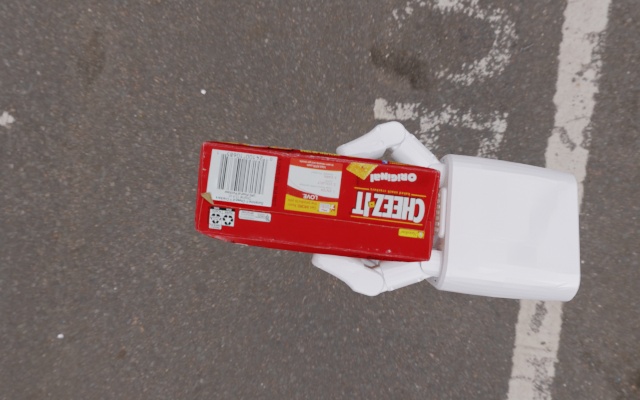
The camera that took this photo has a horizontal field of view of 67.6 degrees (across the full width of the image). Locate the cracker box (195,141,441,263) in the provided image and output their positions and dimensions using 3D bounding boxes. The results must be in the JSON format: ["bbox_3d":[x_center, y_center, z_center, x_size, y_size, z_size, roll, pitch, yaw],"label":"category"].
[{"bbox_3d":[0.000,0.001,0.422,0.164,0.072,0.213,7,0,2],"label":"cracker box"}]
